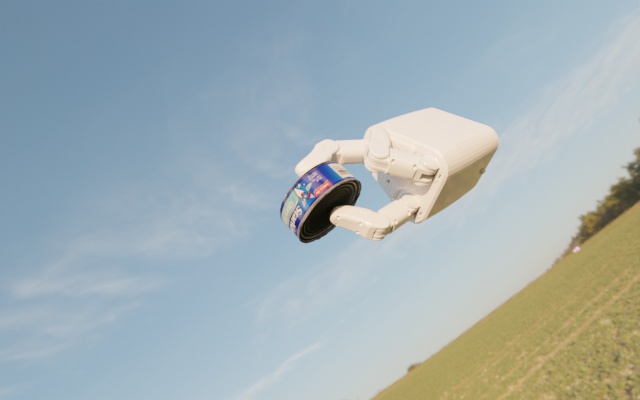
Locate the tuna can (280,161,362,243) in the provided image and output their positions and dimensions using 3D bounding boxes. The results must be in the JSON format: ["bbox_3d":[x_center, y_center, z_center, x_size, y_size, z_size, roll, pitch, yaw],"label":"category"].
[{"bbox_3d":[0.000,0.001,0.491,0.033,0.086,0.086,44,21,23],"label":"tuna can"}]
